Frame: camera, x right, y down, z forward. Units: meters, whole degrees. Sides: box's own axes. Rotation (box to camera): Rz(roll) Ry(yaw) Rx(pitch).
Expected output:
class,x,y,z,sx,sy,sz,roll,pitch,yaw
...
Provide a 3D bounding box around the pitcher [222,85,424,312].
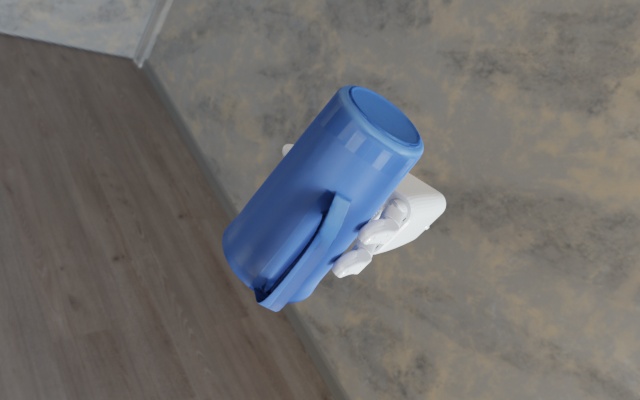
class,x,y,z,sx,sy,sz,roll,pitch,yaw
pitcher,0.000,0.002,0.531,0.145,0.149,0.243,-4,-39,-50
